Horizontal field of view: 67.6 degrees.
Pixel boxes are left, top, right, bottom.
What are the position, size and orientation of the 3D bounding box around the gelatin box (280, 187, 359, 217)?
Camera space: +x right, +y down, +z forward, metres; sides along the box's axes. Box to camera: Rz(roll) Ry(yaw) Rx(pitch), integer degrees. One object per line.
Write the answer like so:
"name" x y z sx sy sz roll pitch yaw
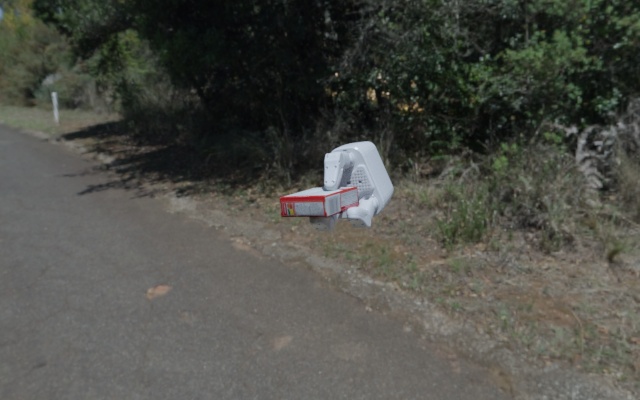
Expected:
"gelatin box" 0.000 0.002 0.648 0.073 0.030 0.089 -1 9 33
